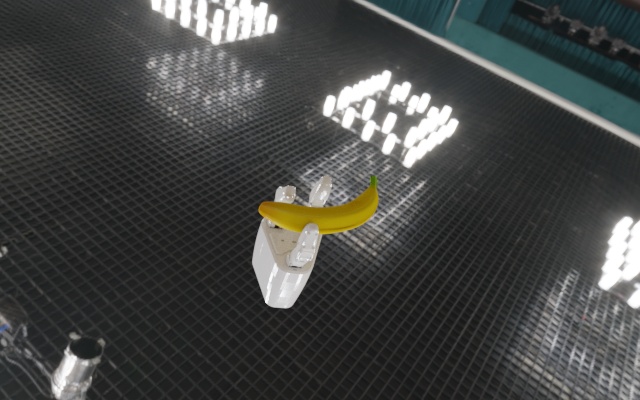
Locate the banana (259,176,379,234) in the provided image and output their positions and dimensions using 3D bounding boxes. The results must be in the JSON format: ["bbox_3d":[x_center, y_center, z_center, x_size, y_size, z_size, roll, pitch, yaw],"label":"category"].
[{"bbox_3d":[0.011,0.016,0.678,0.198,0.069,0.037,-13,-32,-30],"label":"banana"}]
